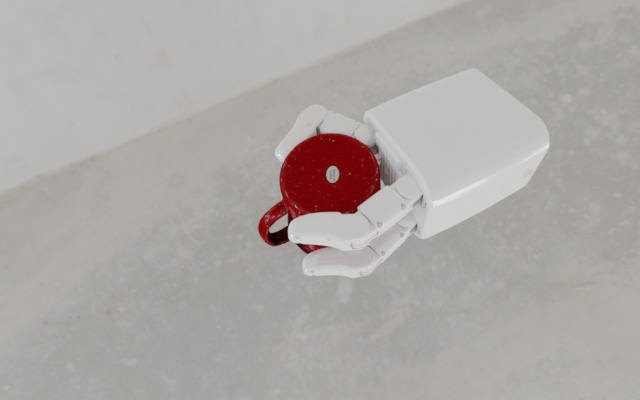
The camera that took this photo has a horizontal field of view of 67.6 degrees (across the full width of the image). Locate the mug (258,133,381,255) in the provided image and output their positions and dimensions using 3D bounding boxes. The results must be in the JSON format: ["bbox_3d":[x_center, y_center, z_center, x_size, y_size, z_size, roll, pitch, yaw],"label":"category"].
[{"bbox_3d":[-0.001,0.002,0.408,0.117,0.093,0.081,-26,-27,-6],"label":"mug"}]
